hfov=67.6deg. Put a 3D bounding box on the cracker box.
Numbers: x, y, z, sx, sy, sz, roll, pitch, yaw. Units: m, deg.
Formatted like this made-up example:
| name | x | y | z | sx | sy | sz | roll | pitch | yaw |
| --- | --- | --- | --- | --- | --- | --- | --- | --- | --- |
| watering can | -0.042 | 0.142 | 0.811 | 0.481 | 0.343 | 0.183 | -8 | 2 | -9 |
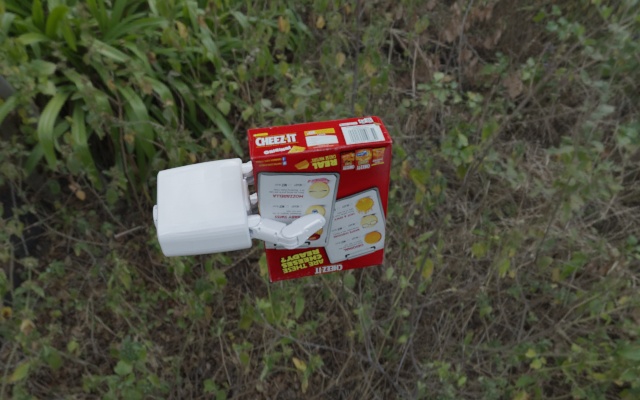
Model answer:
| name | x | y | z | sx | sy | sz | roll | pitch | yaw |
| --- | --- | --- | --- | --- | --- | --- | --- | --- | --- |
| cracker box | 0.000 | 0.002 | 0.623 | 0.164 | 0.214 | 0.072 | -8 | 42 | -6 |
